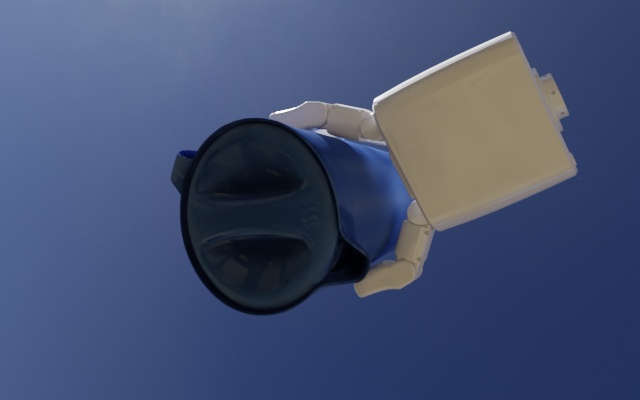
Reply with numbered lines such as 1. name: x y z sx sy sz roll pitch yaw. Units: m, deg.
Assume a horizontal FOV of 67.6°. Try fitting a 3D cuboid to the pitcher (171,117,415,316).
1. pitcher: 0.000 0.001 0.423 0.145 0.149 0.243 -26 -10 27
